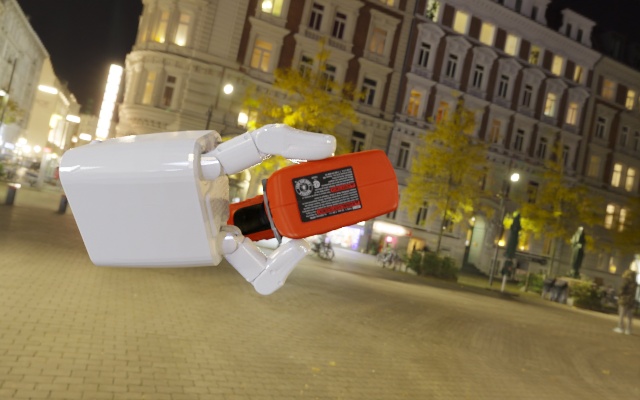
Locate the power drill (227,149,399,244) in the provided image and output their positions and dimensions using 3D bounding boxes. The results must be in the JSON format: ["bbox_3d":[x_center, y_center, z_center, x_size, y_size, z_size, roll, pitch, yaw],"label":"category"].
[{"bbox_3d":[0.000,0.001,0.455,0.184,0.057,0.188,-16,-3,-19],"label":"power drill"}]
